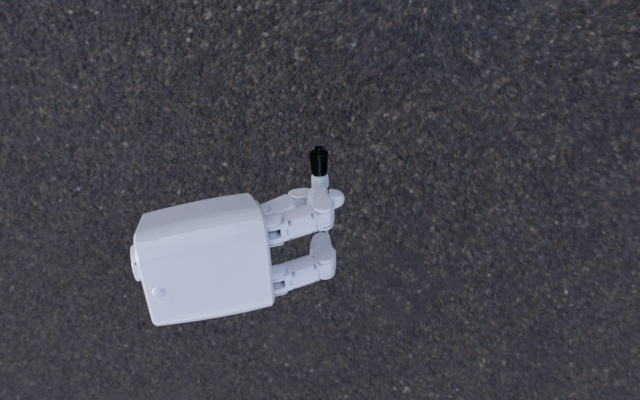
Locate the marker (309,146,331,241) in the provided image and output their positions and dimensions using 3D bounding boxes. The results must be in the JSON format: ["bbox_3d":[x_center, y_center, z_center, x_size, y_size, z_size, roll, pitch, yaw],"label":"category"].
[{"bbox_3d":[0.000,0.002,0.491,0.020,0.121,0.020,-2,28,1],"label":"marker"}]
